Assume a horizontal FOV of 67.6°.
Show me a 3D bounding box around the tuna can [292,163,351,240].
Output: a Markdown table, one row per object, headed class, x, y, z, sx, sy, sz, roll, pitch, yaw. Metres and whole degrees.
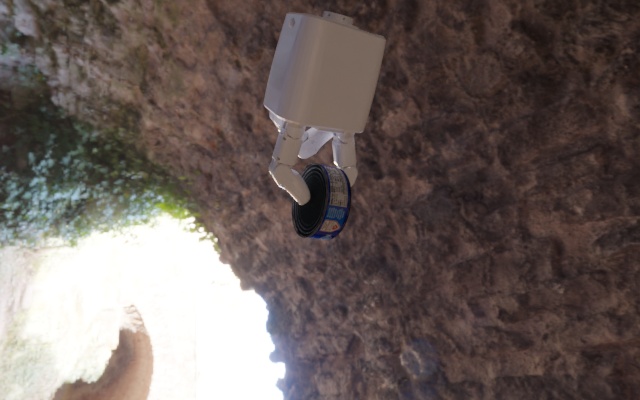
| class | x | y | z | sx | sy | sz | roll | pitch | yaw |
| --- | --- | --- | --- | --- | --- | --- | --- | --- | --- |
| tuna can | 0.001 | 0.002 | 0.546 | 0.034 | 0.086 | 0.086 | 9 | -4 | -27 |
